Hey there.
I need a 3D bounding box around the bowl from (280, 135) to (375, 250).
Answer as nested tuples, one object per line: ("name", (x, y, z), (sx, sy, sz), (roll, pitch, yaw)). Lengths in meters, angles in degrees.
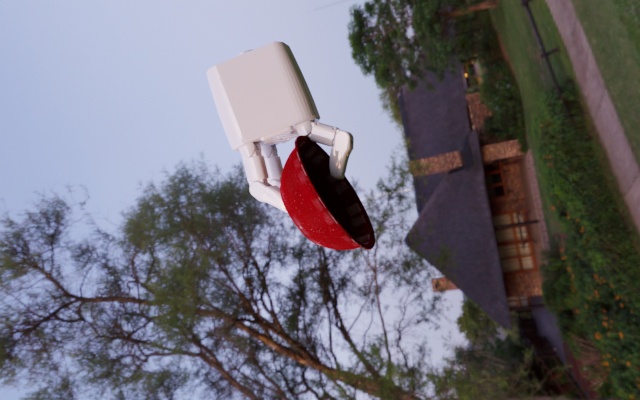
("bowl", (0.000, 0.003, 0.582), (0.055, 0.162, 0.162), (-34, -11, 16))
